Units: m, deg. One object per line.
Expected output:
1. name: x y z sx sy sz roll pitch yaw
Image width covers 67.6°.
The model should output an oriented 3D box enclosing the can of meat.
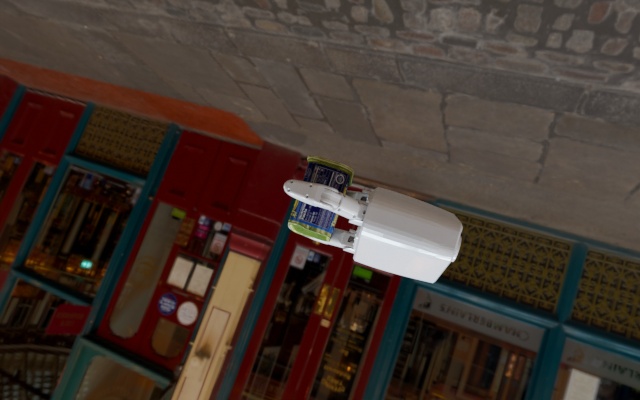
1. can of meat: 0.000 0.002 0.581 0.057 0.084 0.102 18 -9 4
